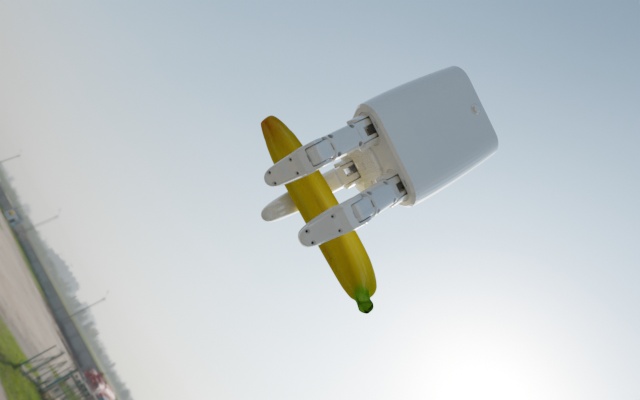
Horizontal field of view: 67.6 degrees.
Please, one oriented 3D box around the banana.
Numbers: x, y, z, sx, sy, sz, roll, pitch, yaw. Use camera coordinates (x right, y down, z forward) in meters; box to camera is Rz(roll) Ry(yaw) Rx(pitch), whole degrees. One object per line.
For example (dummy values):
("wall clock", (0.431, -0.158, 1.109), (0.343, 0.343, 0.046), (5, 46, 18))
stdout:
("banana", (0.003, 0.011, 0.430), (0.037, 0.197, 0.070), (-28, -20, -7))
